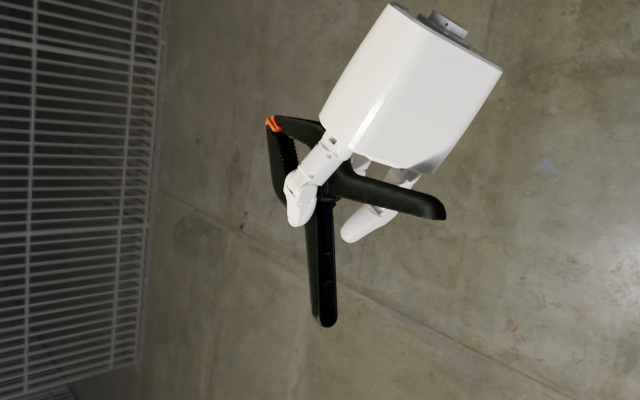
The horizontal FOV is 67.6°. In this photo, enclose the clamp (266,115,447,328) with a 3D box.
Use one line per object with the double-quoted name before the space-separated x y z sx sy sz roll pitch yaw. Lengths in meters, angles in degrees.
"clamp" -0.001 0.001 0.451 0.036 0.165 0.210 4 38 -48
